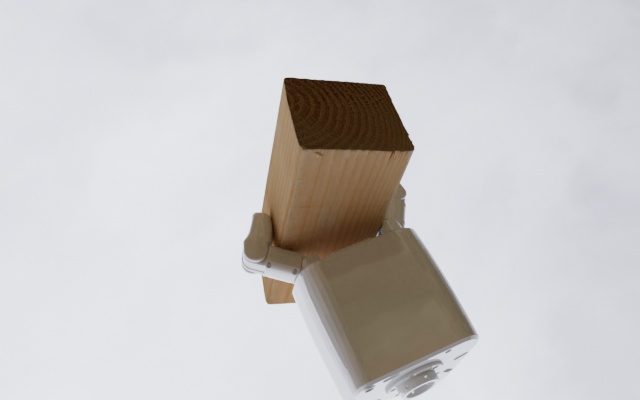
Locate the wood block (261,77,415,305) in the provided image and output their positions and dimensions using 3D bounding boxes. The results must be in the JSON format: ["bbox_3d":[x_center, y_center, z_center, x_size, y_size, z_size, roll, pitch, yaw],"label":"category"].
[{"bbox_3d":[0.000,0.002,0.440,0.091,0.090,0.206,0,-43,-16],"label":"wood block"}]
